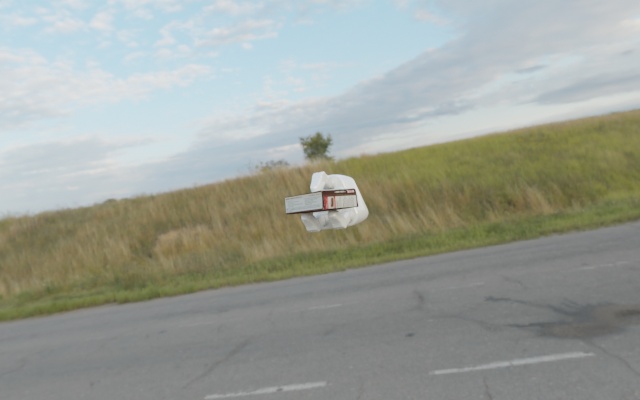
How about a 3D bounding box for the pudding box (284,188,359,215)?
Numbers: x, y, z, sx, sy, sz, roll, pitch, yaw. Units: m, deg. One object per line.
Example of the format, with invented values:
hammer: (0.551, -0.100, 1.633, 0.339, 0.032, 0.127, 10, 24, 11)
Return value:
pudding box: (0.000, 0.003, 0.899, 0.090, 0.039, 0.113, -5, -4, -42)
